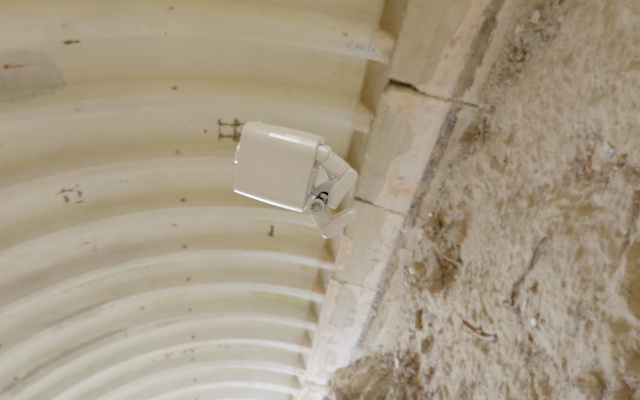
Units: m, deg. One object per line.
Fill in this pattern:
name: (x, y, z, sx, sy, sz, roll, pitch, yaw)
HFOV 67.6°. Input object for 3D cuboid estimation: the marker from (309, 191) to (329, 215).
marker: (0.000, 0.002, 0.630, 0.020, 0.020, 0.121, 0, 6, 5)
